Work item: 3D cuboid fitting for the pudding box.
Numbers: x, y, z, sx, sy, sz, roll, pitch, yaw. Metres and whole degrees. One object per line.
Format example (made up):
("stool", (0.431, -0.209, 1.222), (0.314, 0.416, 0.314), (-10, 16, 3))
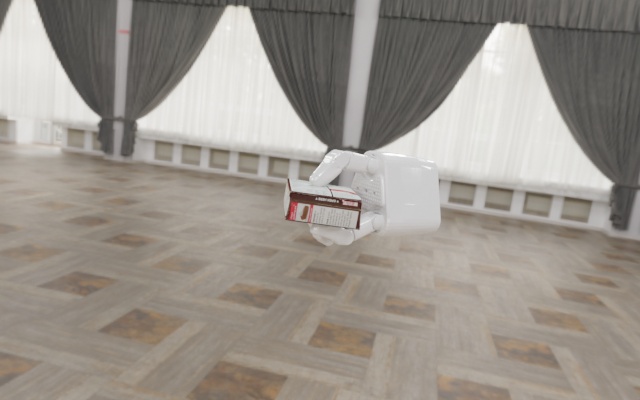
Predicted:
("pudding box", (0.000, 0.002, 0.602), (0.090, 0.039, 0.113), (7, 8, -6))
